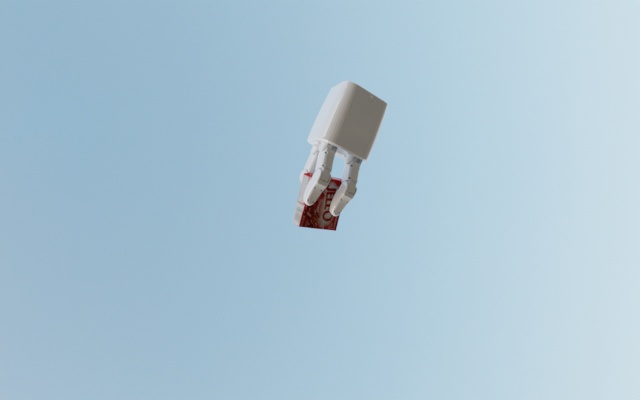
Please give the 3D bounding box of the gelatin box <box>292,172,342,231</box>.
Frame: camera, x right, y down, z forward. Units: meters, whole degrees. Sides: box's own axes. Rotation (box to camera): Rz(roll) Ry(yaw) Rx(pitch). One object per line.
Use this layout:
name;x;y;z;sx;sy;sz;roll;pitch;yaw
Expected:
gelatin box;0.000;0.003;0.794;0.073;0.089;0.030;8;11;-31
